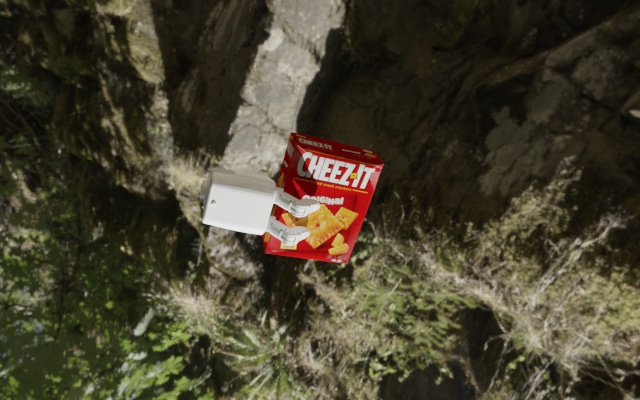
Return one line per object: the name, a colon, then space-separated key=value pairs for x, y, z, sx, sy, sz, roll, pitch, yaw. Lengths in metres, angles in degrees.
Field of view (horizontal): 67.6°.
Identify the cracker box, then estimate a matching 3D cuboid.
cracker box: x=0.000 y=0.003 z=0.861 sx=0.164 sy=0.214 sz=0.072 roll=11 pitch=23 yaw=-18
